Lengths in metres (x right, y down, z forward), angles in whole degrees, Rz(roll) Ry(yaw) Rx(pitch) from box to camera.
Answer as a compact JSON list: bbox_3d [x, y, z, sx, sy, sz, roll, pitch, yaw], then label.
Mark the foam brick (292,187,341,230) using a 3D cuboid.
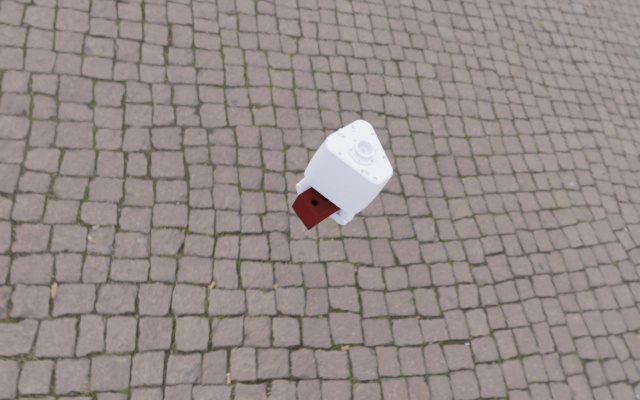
[{"bbox_3d":[0.000,0.003,0.808,0.078,0.053,0.051,-33,-10,-29],"label":"foam brick"}]
